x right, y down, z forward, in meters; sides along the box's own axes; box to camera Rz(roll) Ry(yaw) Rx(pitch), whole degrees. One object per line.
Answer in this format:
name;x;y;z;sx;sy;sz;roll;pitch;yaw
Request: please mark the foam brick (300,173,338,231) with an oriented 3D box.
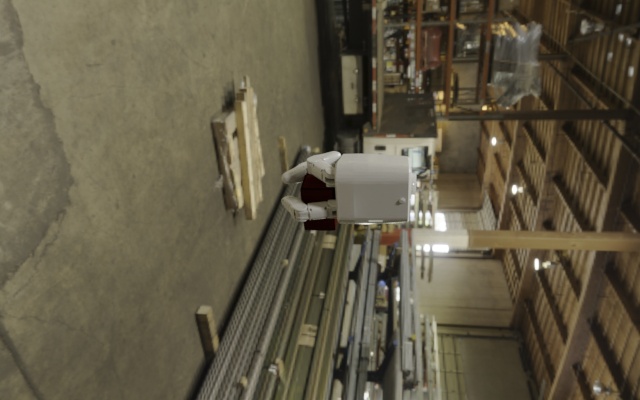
foam brick;0.000;0.003;0.753;0.051;0.078;0.053;1;32;8
